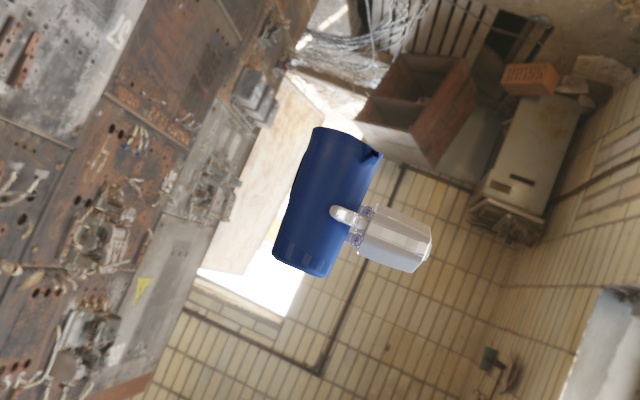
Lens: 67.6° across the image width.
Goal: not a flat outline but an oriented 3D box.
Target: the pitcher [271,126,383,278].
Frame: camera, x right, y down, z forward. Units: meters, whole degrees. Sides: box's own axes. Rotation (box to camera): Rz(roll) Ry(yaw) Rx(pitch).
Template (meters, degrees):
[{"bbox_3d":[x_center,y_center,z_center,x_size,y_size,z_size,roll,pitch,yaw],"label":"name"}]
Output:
[{"bbox_3d":[0.000,0.003,0.837,0.145,0.243,0.149,21,-5,7],"label":"pitcher"}]
